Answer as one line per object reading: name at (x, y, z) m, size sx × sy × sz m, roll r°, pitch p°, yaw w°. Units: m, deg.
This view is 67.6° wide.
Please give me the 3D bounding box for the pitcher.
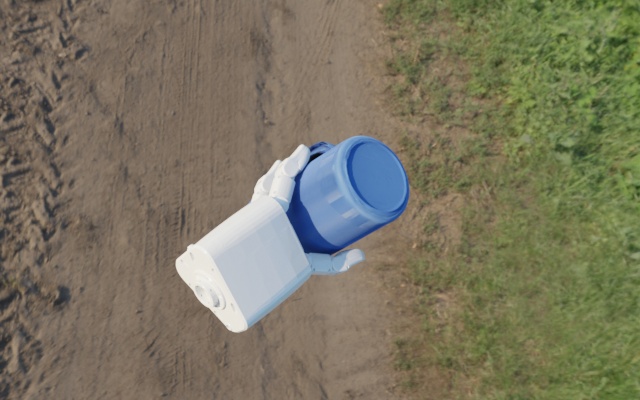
pitcher at (0.000, 0.002, 0.636) m, size 0.145 × 0.149 × 0.243 m, roll -36°, pitch 2°, yaw -39°
